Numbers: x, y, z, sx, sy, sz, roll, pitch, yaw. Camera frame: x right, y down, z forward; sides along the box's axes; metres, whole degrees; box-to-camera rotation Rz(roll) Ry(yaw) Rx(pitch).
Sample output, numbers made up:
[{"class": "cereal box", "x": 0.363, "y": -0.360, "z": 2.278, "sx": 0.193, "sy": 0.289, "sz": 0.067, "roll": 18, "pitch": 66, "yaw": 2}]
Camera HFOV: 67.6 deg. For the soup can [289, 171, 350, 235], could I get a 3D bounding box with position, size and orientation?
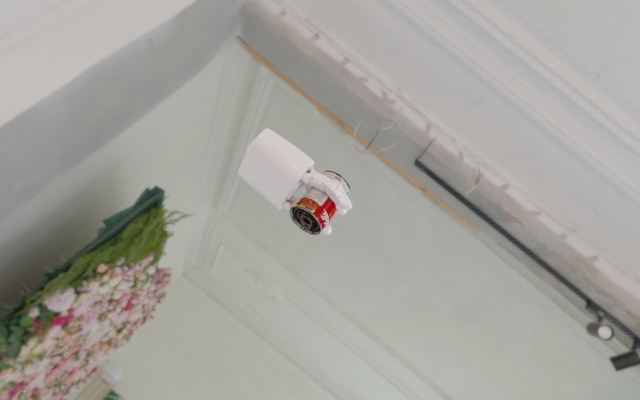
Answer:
[{"class": "soup can", "x": 0.001, "y": 0.003, "z": 0.860, "sx": 0.068, "sy": 0.068, "sz": 0.102, "roll": 0, "pitch": 41, "yaw": 46}]
